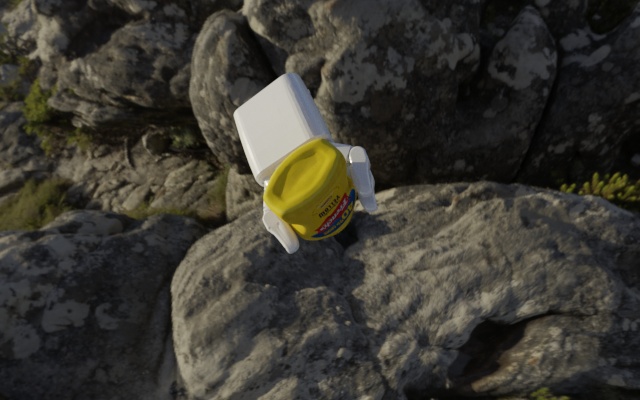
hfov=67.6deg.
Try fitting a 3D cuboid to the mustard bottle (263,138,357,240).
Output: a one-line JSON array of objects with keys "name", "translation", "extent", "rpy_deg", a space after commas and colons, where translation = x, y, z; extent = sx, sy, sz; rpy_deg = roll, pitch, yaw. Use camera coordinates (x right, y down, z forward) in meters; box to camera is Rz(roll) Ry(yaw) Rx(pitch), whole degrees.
[{"name": "mustard bottle", "translation": [0.000, 0.002, 0.584], "extent": [0.058, 0.096, 0.192], "rpy_deg": [41, -5, 21]}]
